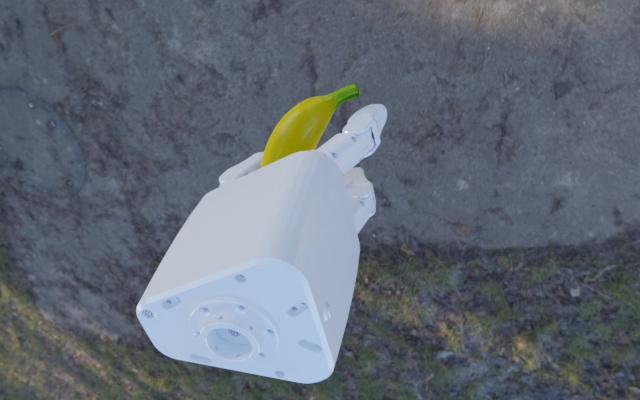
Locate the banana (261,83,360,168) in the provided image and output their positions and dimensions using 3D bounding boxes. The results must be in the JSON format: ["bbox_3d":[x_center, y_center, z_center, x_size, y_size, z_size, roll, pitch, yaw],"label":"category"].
[{"bbox_3d":[-0.018,-0.004,0.405,0.069,0.198,0.037,9,33,-3],"label":"banana"}]
